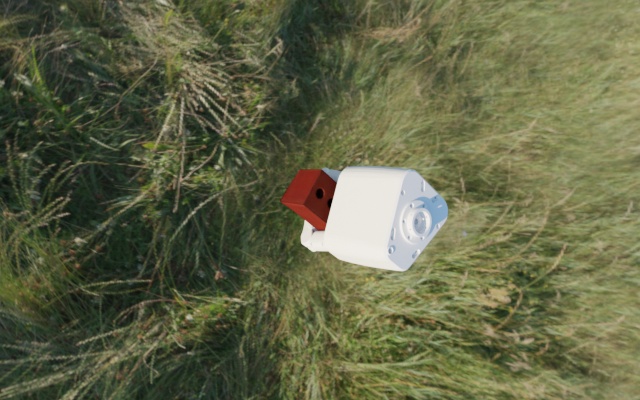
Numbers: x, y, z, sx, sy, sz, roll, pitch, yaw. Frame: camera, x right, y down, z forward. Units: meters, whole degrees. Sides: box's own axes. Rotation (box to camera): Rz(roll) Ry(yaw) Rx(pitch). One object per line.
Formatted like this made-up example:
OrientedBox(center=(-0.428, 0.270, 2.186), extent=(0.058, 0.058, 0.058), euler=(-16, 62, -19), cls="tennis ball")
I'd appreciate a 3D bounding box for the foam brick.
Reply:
OrientedBox(center=(0.000, 0.002, 0.613), extent=(0.078, 0.053, 0.051), euler=(39, -19, -31), cls="foam brick")
